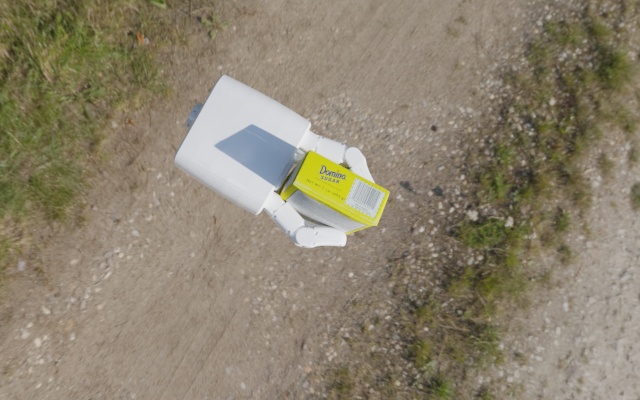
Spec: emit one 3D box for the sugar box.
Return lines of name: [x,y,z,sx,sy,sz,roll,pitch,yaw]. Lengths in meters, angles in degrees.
sugar box: [0.000,0.001,0.539,0.093,0.048,0.176,28,-13,-9]
